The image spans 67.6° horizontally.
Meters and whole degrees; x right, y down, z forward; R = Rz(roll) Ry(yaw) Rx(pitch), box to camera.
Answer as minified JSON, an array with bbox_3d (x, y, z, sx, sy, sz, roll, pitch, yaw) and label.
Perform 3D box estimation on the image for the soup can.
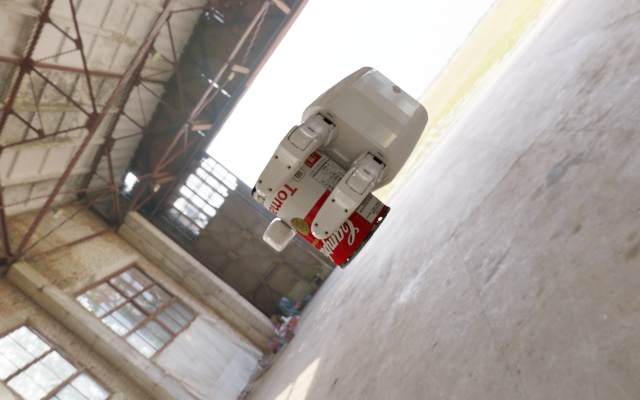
[{"bbox_3d":[0.000,0.002,0.412,0.102,0.068,0.068,38,2,2],"label":"soup can"}]
